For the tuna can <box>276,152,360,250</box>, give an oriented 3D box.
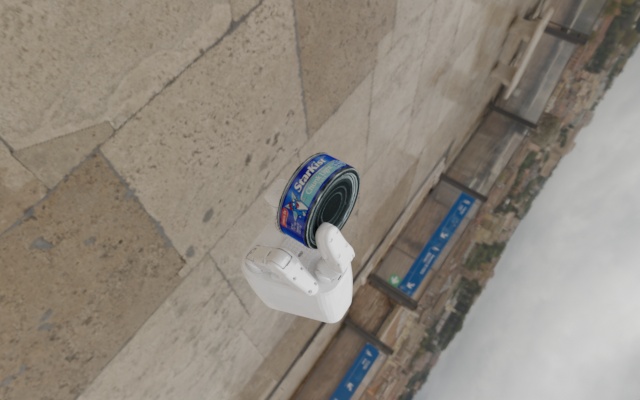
[{"bbox_3d":[0.001,0.002,0.439,0.033,0.086,0.086,29,13,25],"label":"tuna can"}]
